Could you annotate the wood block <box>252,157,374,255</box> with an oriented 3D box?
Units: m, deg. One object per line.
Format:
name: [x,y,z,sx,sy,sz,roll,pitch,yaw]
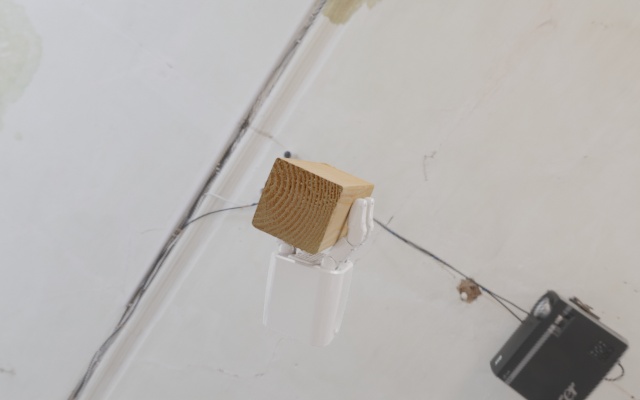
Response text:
wood block: [0.000,0.002,0.648,0.091,0.090,0.206,24,9,14]
